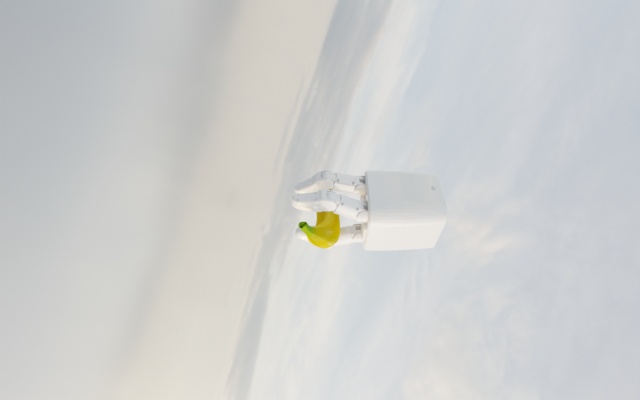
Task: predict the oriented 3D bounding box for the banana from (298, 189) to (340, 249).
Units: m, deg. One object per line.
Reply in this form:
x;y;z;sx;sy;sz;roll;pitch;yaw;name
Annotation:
0.006;0.020;0.698;0.037;0.070;0.197;-16;19;11;banana
